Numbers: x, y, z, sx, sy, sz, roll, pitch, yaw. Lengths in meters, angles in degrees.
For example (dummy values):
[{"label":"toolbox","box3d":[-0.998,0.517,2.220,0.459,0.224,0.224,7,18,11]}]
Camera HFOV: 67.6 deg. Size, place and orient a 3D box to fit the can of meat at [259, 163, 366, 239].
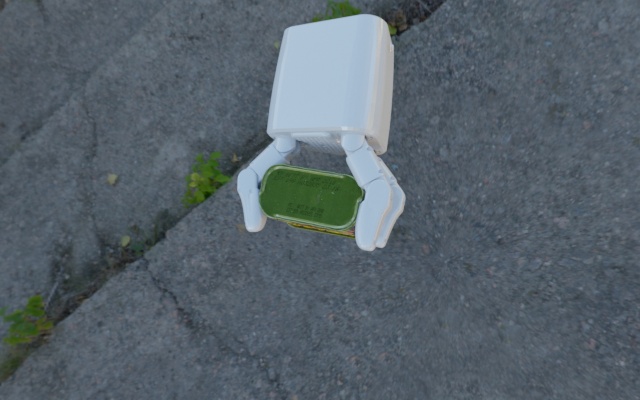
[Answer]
[{"label":"can of meat","box3d":[0.000,0.002,0.462,0.102,0.057,0.084,10,-5,16]}]
